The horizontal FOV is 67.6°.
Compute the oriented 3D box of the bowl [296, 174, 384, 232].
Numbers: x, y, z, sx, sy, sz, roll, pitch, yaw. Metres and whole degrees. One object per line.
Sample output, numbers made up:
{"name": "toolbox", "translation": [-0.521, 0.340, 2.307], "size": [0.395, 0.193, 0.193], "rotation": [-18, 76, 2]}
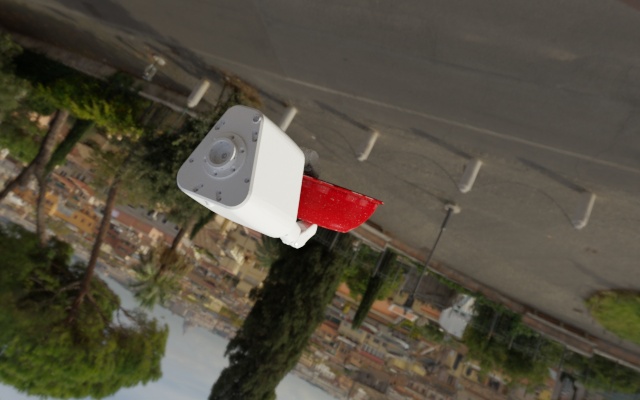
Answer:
{"name": "bowl", "translation": [0.001, 0.003, 0.639], "size": [0.162, 0.055, 0.162], "rotation": [18, 2, -1]}
